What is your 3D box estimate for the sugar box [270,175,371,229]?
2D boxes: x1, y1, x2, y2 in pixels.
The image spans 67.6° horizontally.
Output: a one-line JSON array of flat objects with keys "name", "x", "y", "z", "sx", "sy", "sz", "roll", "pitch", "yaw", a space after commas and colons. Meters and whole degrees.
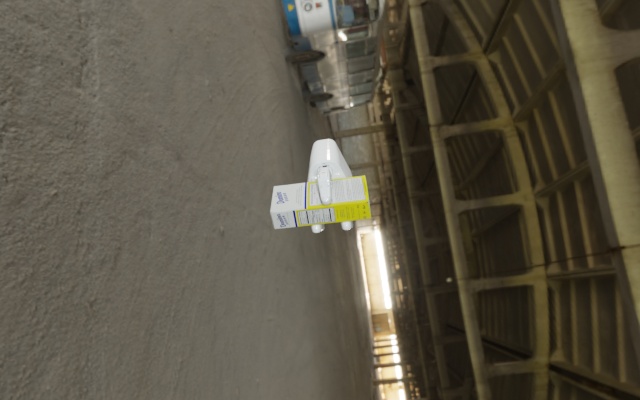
[{"name": "sugar box", "x": 0.000, "y": 0.003, "z": 0.876, "sx": 0.176, "sy": 0.048, "sz": 0.093, "roll": -8, "pitch": 32, "yaw": 5}]
